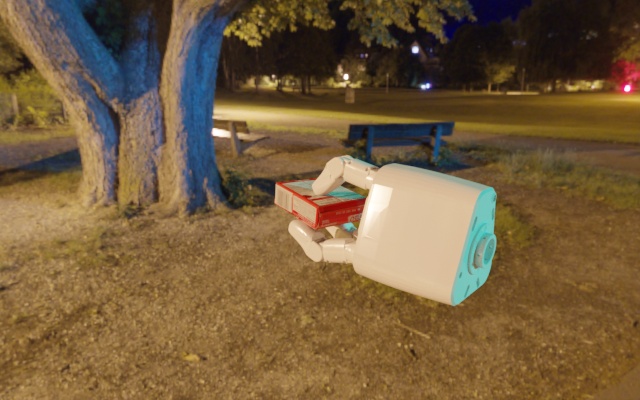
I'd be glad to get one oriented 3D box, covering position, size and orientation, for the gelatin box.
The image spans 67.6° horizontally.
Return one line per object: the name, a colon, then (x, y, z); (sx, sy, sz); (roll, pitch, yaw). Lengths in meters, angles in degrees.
gelatin box: (0.000, 0.001, 0.558); (0.073, 0.030, 0.089); (-9, 25, -37)
